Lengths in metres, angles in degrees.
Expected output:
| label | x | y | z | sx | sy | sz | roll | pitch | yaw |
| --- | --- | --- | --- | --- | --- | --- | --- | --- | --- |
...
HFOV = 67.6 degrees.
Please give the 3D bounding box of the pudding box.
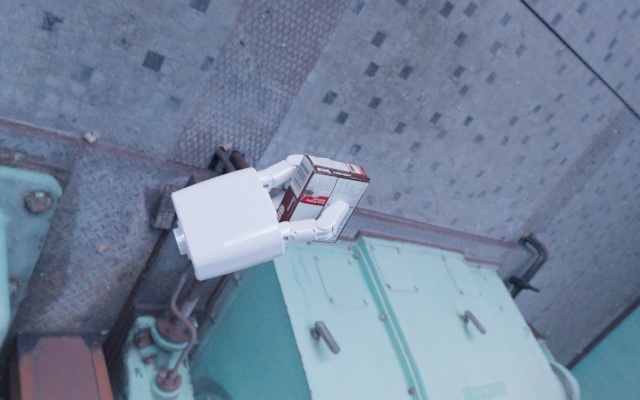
| label | x | y | z | sx | sy | sz | roll | pitch | yaw |
| --- | --- | --- | --- | --- | --- | --- | --- | --- | --- |
| pudding box | 0.000 | 0.002 | 0.622 | 0.090 | 0.113 | 0.039 | 8 | 36 | -33 |
